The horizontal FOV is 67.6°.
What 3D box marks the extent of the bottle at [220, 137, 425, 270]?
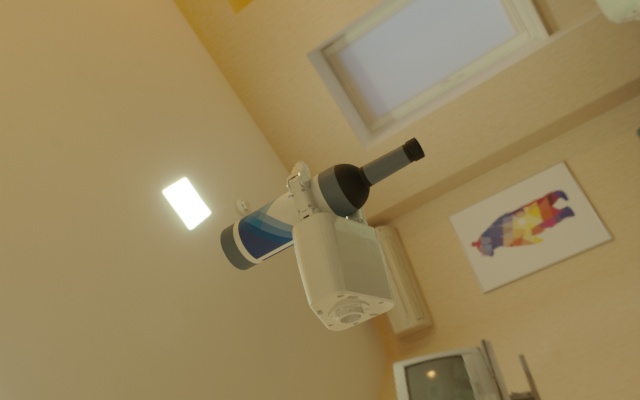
[{"bbox_3d":[0.000,0.002,0.631,0.296,0.069,0.069,-29,-11,20],"label":"bottle"}]
